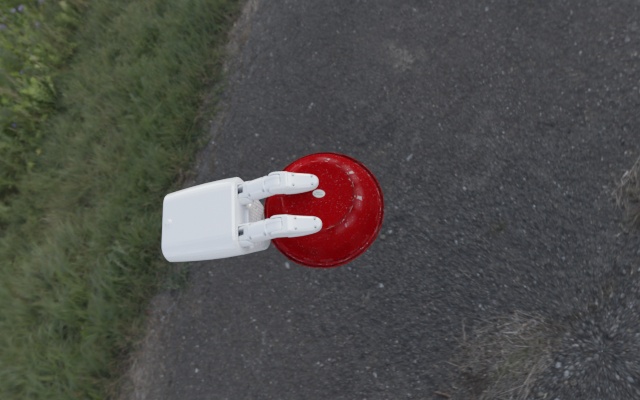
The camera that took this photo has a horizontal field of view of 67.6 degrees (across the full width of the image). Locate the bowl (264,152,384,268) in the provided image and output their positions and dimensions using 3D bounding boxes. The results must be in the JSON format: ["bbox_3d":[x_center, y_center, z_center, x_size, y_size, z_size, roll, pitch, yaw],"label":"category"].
[{"bbox_3d":[0.001,0.001,0.608,0.162,0.162,0.055,0,-19,8],"label":"bowl"}]
